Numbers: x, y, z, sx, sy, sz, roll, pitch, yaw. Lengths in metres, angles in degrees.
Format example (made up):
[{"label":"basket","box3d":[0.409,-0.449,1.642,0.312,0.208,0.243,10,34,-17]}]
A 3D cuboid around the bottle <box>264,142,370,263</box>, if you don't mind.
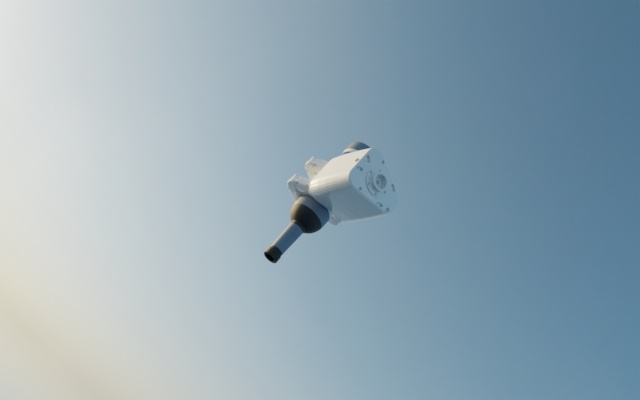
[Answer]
[{"label":"bottle","box3d":[0.000,0.003,0.872,0.069,0.069,0.295,0,39,48]}]
